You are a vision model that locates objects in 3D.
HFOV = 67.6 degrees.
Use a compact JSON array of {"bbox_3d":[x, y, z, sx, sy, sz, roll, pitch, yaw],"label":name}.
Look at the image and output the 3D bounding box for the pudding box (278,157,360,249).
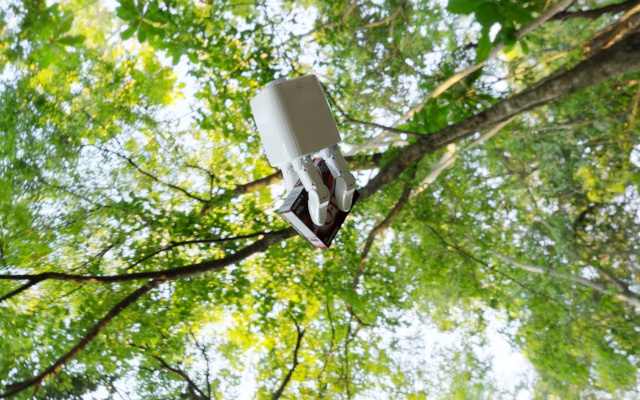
[{"bbox_3d":[0.000,0.002,0.717,0.090,0.113,0.039,46,-29,-24],"label":"pudding box"}]
